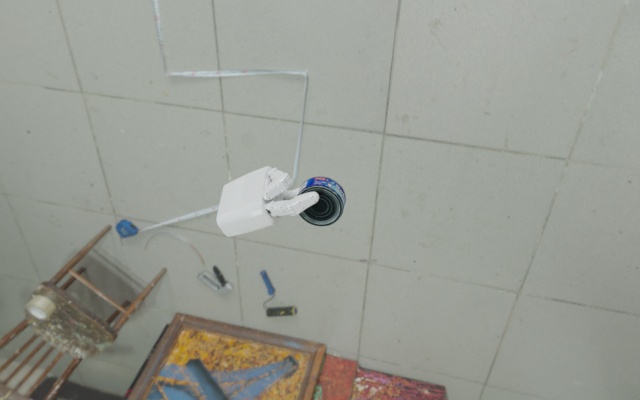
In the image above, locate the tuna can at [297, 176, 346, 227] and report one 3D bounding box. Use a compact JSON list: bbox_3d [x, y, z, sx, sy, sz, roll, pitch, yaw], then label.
[{"bbox_3d":[0.000,0.003,0.834,0.086,0.086,0.033,0,31,11],"label":"tuna can"}]
